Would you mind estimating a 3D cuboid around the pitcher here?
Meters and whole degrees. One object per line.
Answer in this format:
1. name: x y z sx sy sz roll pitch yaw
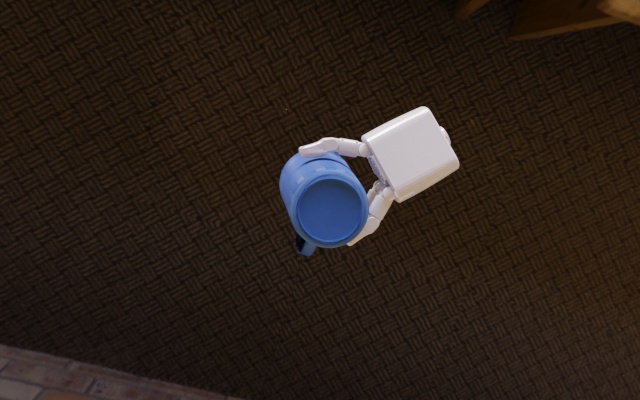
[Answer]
1. pitcher: 0.000 0.002 0.749 0.145 0.149 0.242 -27 11 1
